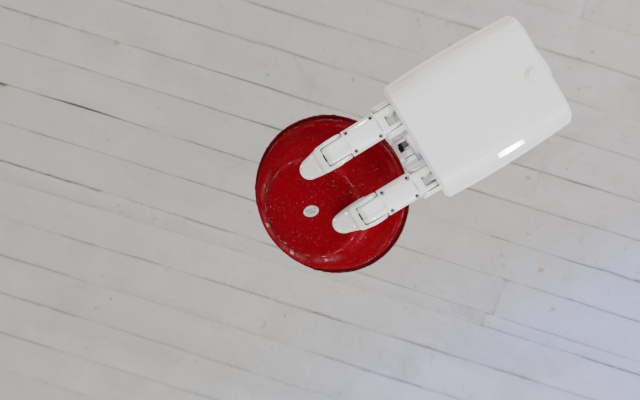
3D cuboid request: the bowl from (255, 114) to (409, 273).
[{"bbox_3d":[-0.001,0.002,0.454,0.162,0.162,0.055,0,13,19],"label":"bowl"}]
